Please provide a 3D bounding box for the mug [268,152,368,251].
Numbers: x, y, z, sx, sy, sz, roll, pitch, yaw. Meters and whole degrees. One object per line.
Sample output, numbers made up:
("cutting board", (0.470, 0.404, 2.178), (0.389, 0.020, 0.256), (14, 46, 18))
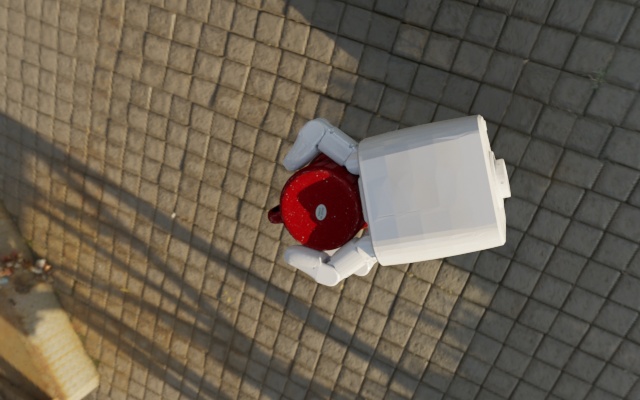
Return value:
("mug", (-0.001, 0.002, 0.475), (0.117, 0.093, 0.081), (-12, 10, 23))
